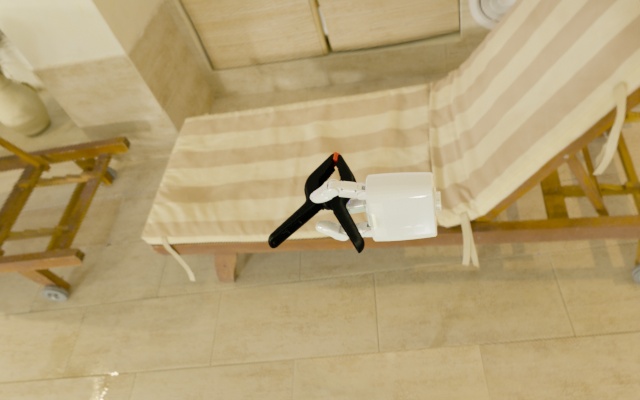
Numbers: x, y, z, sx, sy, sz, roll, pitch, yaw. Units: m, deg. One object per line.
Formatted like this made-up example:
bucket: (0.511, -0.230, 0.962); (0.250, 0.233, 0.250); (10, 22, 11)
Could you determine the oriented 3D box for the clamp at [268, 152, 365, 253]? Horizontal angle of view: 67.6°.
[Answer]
clamp: (0.000, 0.002, 0.826); (0.164, 0.209, 0.036); (-4, -39, 15)
